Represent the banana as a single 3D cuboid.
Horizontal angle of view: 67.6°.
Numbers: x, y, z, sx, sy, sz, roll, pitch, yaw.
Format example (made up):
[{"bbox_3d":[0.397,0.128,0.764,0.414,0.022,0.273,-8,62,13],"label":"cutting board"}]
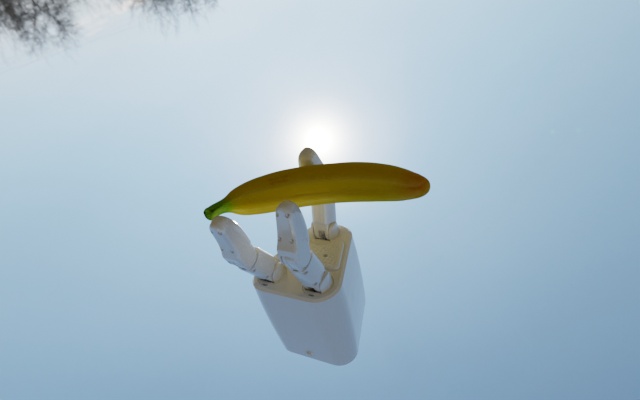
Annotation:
[{"bbox_3d":[-0.002,-0.008,0.437,0.198,0.037,0.069,-9,30,10],"label":"banana"}]
